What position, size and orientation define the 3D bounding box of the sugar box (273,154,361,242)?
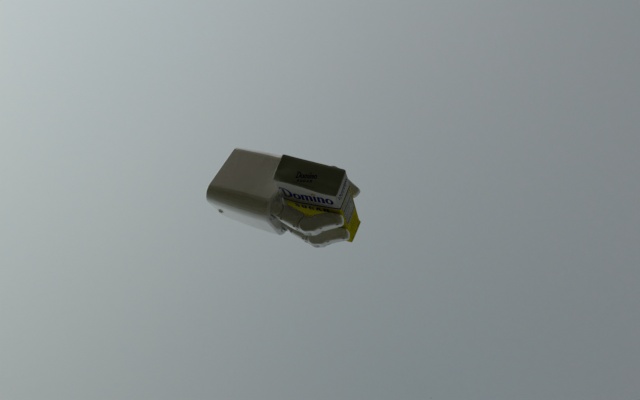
[{"bbox_3d":[0.000,0.003,0.688,0.093,0.048,0.176,15,-18,18],"label":"sugar box"}]
